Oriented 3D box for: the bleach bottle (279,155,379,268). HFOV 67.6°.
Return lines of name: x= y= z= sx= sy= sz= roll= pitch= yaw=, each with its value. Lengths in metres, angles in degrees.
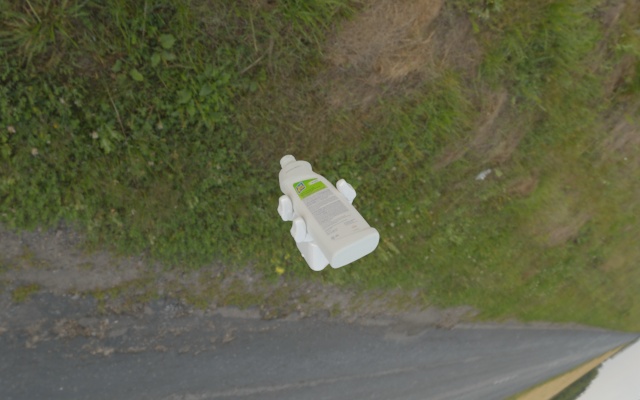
bleach bottle: x=0.000 y=0.003 z=0.898 sx=0.102 sy=0.250 sz=0.068 roll=-23 pitch=-33 yaw=-18
